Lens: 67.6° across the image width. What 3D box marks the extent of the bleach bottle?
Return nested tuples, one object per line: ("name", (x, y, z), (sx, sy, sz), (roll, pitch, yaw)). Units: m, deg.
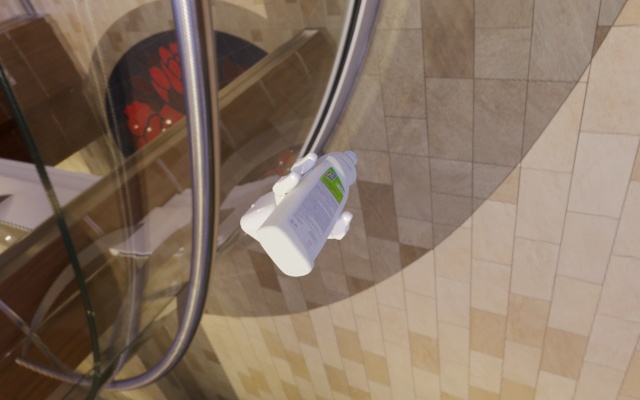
("bleach bottle", (0.000, 0.003, 0.791), (0.068, 0.102, 0.250), (-16, 26, 44))
